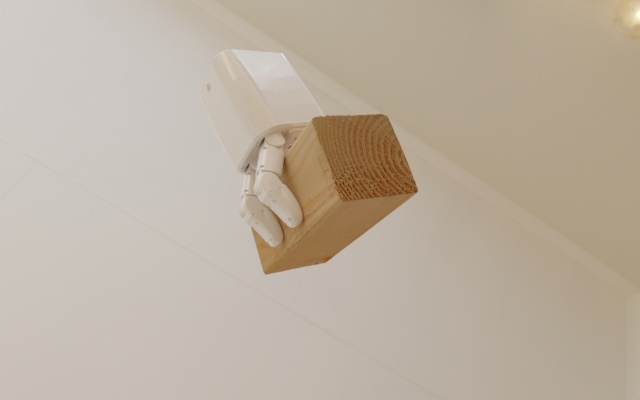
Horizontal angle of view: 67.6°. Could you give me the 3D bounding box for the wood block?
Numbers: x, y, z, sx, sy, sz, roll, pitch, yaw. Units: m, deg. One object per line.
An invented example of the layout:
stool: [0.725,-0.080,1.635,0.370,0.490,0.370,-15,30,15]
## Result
wood block: [0.000,0.001,0.523,0.091,0.090,0.206,-8,-21,-30]
